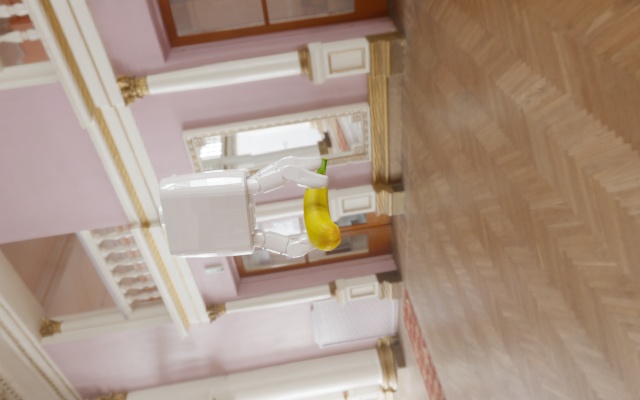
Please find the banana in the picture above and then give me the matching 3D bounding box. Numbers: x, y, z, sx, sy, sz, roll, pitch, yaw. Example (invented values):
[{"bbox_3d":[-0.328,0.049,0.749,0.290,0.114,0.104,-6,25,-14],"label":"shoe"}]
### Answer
[{"bbox_3d":[-0.001,0.016,0.615,0.037,0.070,0.197,0,31,-6],"label":"banana"}]
